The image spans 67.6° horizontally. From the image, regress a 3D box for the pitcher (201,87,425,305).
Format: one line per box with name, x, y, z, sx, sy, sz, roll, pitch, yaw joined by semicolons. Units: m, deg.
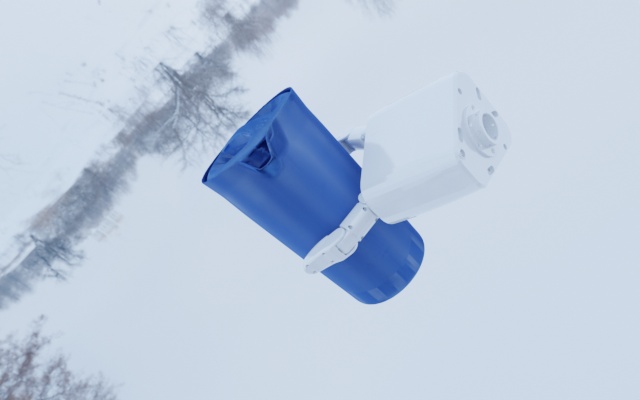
pitcher;0.000;0.002;0.537;0.243;0.149;0.145;43;-42;-20
